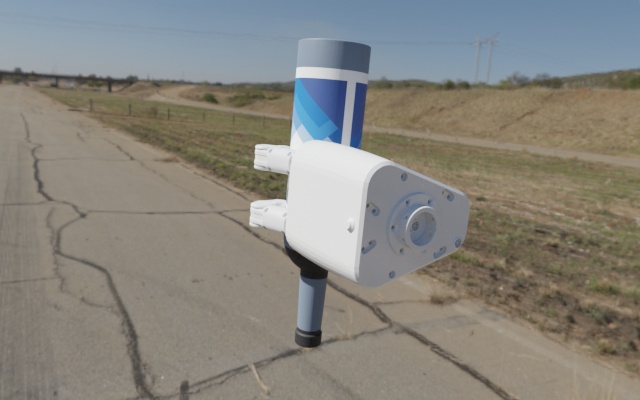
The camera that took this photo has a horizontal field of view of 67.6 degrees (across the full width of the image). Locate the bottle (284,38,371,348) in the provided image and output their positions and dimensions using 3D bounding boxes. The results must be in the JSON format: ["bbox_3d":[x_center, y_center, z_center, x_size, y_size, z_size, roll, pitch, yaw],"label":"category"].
[{"bbox_3d":[0.000,0.001,0.463,0.069,0.296,0.069,5,11,-1],"label":"bottle"}]
